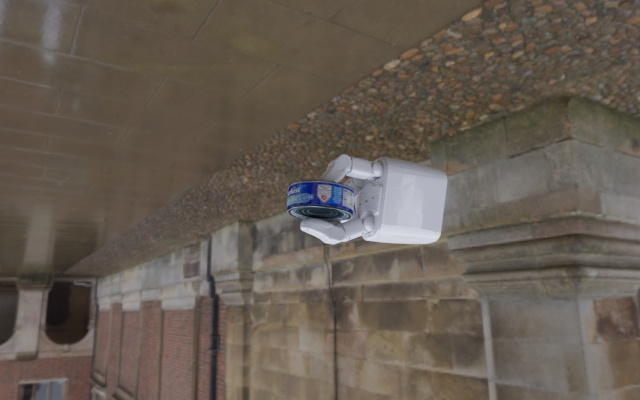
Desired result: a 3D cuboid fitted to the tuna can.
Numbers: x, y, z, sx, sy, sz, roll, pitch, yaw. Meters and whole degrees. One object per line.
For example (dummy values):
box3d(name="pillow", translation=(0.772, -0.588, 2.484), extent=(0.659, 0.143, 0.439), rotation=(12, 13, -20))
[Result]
box3d(name="tuna can", translation=(0.000, 0.003, 0.605), extent=(0.086, 0.033, 0.086), rotation=(4, -14, 1))
